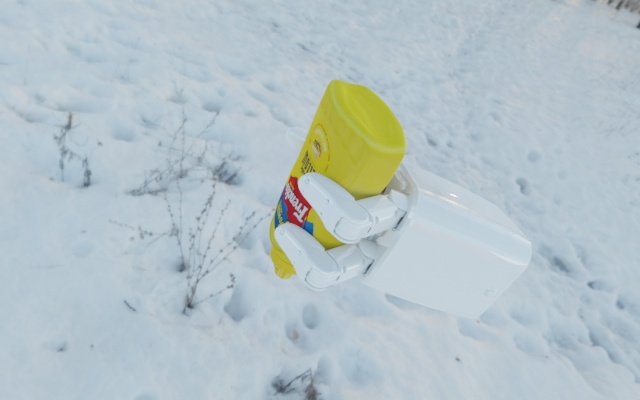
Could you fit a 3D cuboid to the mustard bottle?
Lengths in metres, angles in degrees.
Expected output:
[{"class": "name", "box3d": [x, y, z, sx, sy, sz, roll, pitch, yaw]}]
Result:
[{"class": "mustard bottle", "box3d": [0.000, 0.001, 0.410, 0.058, 0.192, 0.096, 5, 41, -28]}]
